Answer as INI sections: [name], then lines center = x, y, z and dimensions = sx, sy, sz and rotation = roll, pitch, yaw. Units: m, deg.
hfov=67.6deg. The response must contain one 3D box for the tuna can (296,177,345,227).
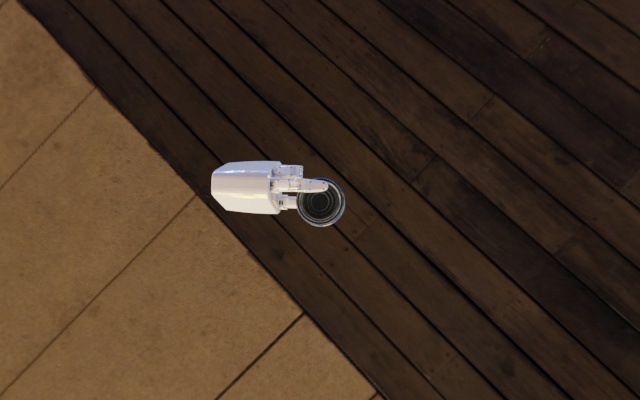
[tuna can]
center = 0.000, 0.003, 0.839
dimensions = 0.086, 0.086, 0.034
rotation = 0, -5, 5
